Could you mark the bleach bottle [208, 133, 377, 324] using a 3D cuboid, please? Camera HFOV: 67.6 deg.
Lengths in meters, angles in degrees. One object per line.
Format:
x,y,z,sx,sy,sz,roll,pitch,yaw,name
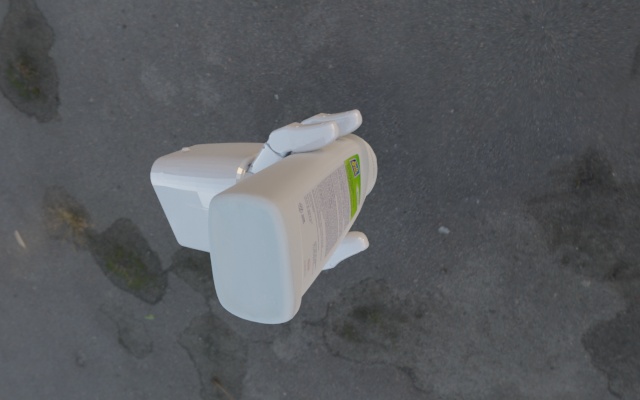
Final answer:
0.000,0.001,0.432,0.068,0.103,0.250,5,20,23,bleach bottle
